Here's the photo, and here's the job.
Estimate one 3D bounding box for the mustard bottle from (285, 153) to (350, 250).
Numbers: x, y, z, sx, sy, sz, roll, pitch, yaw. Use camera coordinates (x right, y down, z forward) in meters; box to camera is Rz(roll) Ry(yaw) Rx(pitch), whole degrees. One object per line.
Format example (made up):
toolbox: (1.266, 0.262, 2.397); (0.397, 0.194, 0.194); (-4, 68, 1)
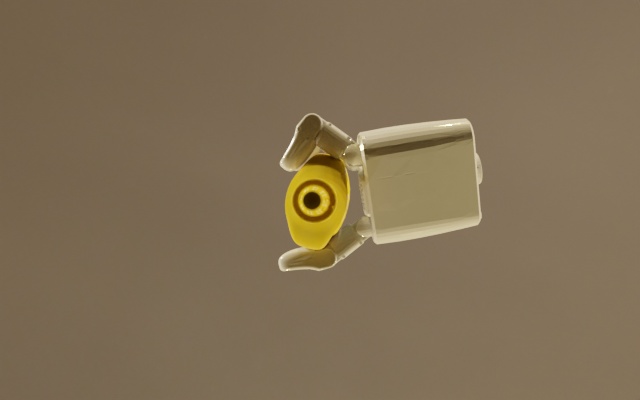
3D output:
mustard bottle: (0.000, 0.002, 0.495); (0.058, 0.096, 0.191); (16, 0, 4)
